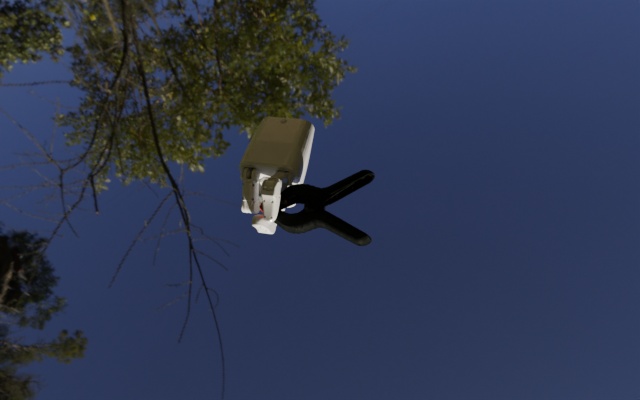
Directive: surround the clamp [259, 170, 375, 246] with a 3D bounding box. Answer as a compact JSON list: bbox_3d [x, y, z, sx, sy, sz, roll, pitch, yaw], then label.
[{"bbox_3d":[0.000,0.003,0.692,0.171,0.120,0.039,7,-36,16],"label":"clamp"}]
